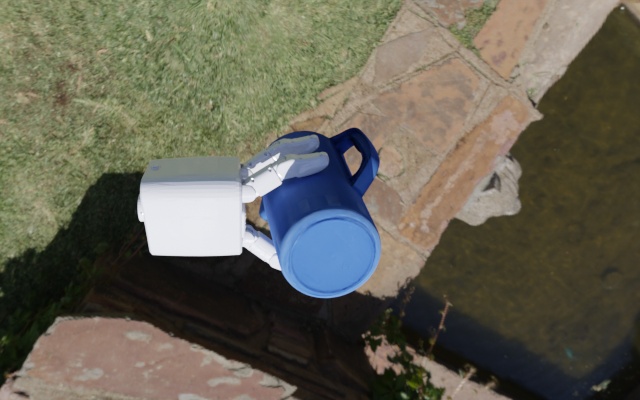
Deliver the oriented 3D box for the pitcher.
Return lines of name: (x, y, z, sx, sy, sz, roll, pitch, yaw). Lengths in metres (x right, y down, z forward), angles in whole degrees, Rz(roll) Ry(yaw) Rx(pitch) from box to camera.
pitcher: (0.000, 0.002, 0.588, 0.145, 0.149, 0.242, 0, 24, -11)
